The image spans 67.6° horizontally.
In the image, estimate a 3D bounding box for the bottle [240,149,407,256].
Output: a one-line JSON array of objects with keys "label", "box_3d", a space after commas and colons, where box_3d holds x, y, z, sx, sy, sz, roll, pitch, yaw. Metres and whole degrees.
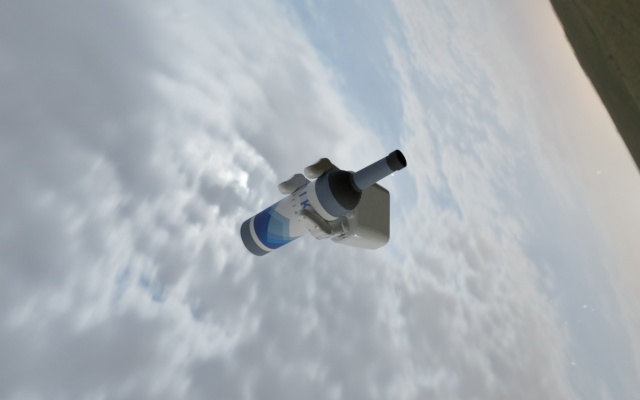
[{"label": "bottle", "box_3d": [0.000, 0.002, 0.723, 0.296, 0.069, 0.069, -29, -16, 32]}]
